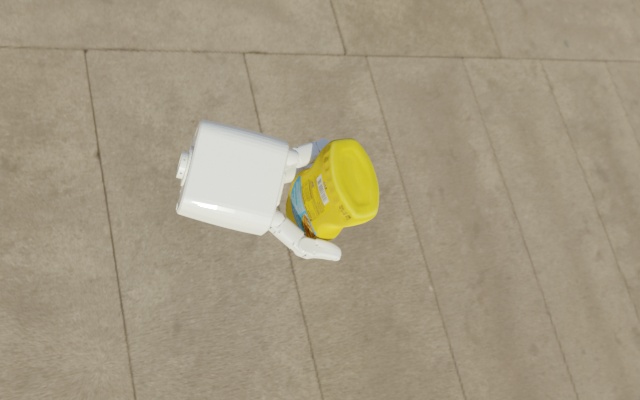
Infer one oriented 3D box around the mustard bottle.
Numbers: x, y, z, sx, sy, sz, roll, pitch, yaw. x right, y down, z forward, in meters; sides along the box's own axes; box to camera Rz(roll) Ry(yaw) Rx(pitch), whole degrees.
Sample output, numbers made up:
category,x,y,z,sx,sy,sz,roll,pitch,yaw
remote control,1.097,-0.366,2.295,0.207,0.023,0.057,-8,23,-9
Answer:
category,x,y,z,sx,sy,sz,roll,pitch,yaw
mustard bottle,0.001,0.002,0.600,0.058,0.096,0.192,-11,-12,-27
